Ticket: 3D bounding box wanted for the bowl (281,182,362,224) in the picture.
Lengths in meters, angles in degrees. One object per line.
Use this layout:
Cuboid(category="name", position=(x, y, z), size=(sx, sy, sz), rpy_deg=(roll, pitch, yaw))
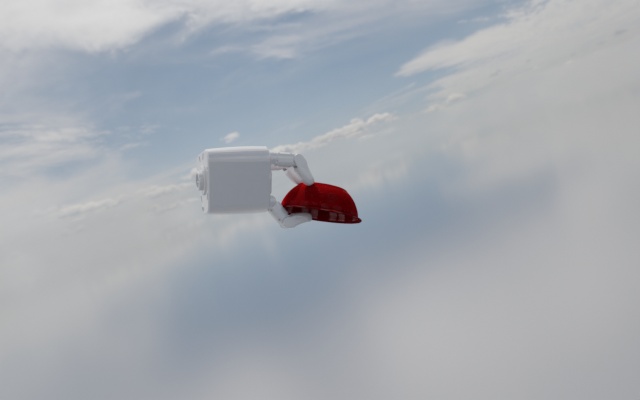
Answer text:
Cuboid(category="bowl", position=(0.001, 0.003, 0.888), size=(0.162, 0.055, 0.162), rpy_deg=(9, -10, 1))
